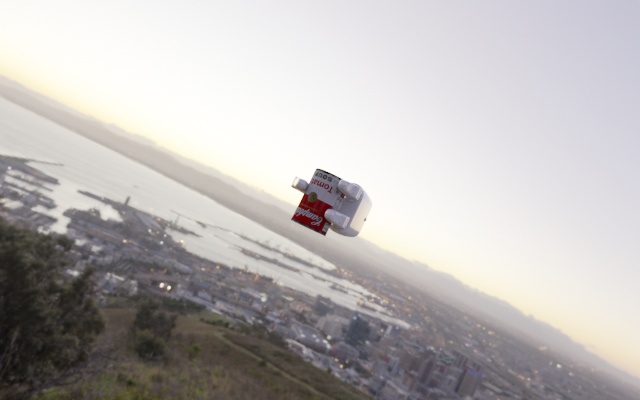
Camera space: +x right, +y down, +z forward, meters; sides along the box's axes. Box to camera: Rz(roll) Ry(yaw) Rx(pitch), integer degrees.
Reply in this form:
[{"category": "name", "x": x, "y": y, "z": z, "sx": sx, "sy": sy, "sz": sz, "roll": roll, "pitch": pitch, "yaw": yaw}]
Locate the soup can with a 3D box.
[{"category": "soup can", "x": 0.000, "y": 0.002, "z": 0.835, "sx": 0.068, "sy": 0.102, "sz": 0.068, "roll": 26, "pitch": -3, "yaw": 1}]
